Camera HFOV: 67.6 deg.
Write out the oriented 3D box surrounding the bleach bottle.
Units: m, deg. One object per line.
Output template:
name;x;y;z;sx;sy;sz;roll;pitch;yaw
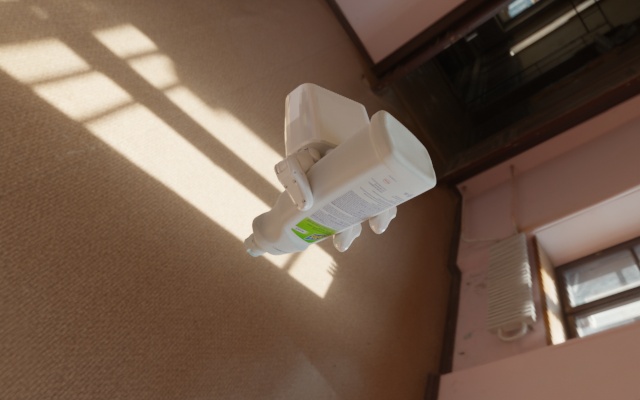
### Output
bleach bottle;0.000;0.002;0.552;0.251;0.068;0.102;-30;-41;30
